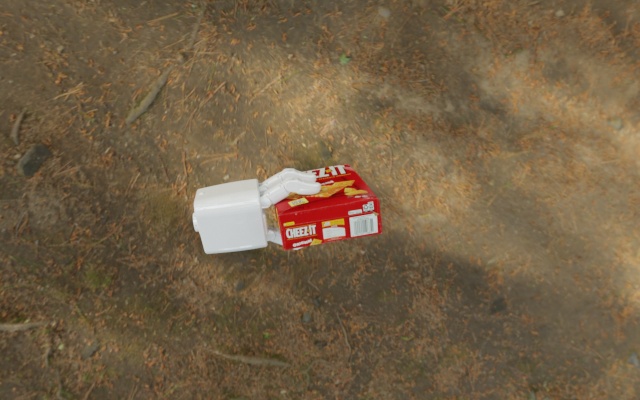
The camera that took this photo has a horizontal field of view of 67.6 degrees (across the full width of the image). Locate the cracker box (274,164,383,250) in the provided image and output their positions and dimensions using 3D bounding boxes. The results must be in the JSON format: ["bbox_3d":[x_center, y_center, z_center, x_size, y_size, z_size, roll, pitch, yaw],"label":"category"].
[{"bbox_3d":[0.000,0.003,0.843,0.164,0.072,0.213,-10,21,-6],"label":"cracker box"}]
